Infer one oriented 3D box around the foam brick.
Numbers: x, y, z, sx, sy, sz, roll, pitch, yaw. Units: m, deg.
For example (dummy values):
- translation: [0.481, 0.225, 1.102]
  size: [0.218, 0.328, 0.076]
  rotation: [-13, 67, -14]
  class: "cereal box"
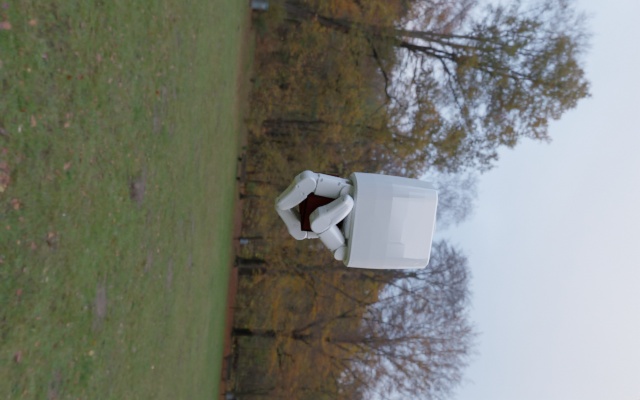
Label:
- translation: [0.000, 0.002, 0.631]
  size: [0.051, 0.053, 0.078]
  rotation: [4, 27, -7]
  class: "foam brick"
